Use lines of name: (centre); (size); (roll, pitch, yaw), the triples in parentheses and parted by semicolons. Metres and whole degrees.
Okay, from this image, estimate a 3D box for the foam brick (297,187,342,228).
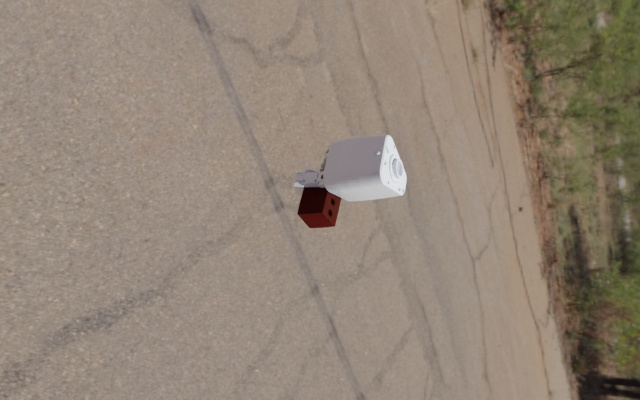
foam brick: (0.000, 0.003, 0.841); (0.051, 0.078, 0.053); (-2, -31, 28)
